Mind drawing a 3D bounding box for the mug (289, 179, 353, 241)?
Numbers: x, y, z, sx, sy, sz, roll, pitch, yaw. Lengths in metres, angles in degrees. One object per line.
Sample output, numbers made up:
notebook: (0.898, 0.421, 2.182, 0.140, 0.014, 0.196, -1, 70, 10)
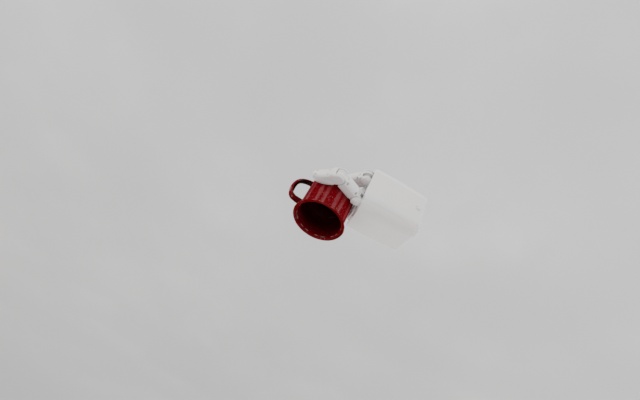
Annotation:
mug: (-0.001, 0.002, 0.827, 0.117, 0.081, 0.093, 30, -43, 0)
